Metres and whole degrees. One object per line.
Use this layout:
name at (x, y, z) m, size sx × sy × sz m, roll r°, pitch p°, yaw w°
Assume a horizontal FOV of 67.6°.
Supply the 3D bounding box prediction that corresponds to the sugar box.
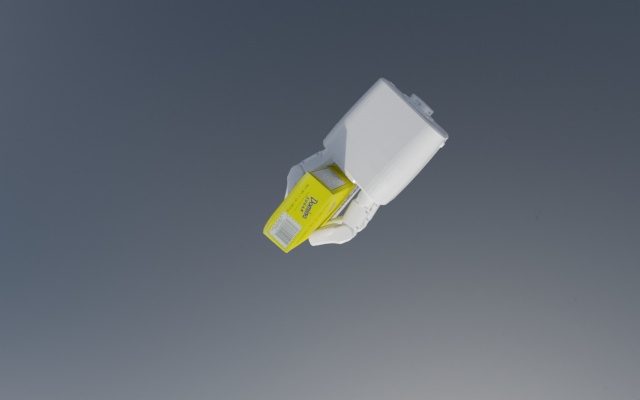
sugar box at (0.001, 0.002, 0.611) m, size 0.048 × 0.093 × 0.176 m, roll 43°, pitch 19°, yaw 10°
